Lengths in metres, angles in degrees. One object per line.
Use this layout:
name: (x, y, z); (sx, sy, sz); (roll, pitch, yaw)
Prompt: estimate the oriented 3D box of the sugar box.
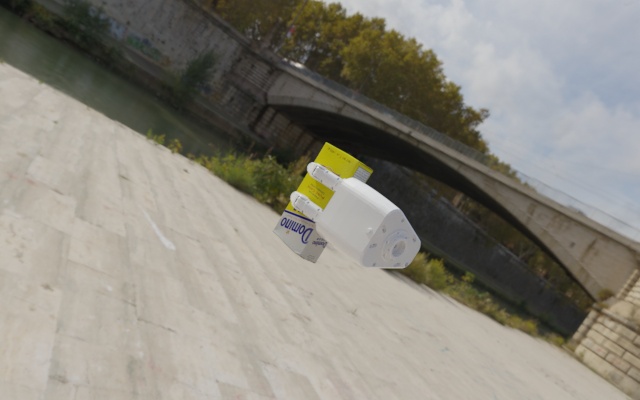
sugar box: (0.000, 0.002, 0.774); (0.048, 0.176, 0.093); (30, 4, -43)
